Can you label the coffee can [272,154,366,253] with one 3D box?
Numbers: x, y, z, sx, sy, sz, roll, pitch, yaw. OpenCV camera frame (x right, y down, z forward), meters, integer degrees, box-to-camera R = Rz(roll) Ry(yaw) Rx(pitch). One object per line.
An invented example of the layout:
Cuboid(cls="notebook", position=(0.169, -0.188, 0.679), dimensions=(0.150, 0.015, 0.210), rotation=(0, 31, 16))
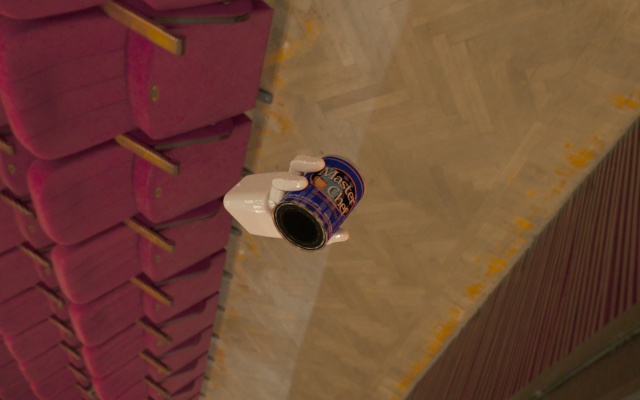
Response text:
Cuboid(cls="coffee can", position=(0.000, 0.003, 0.793), dimensions=(0.103, 0.103, 0.140), rotation=(0, 35, 37))
